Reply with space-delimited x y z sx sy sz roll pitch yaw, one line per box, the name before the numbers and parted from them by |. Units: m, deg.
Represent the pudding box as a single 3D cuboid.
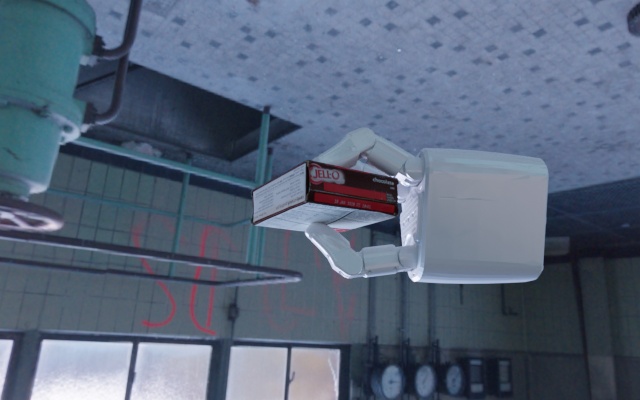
pudding box | 0.000 0.002 0.422 0.090 0.039 0.113 10 -18 -29
